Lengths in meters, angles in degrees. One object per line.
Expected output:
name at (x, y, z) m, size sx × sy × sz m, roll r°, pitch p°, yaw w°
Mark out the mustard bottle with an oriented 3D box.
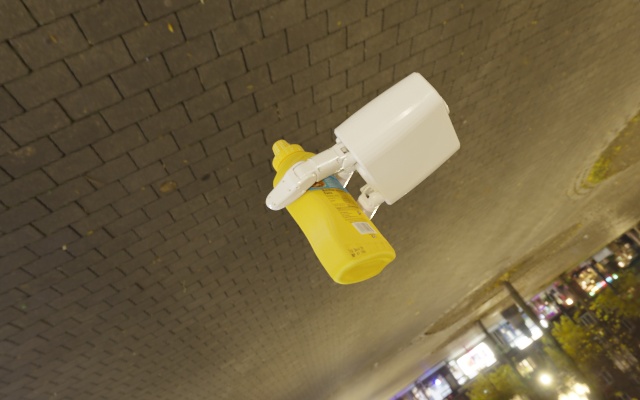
mustard bottle at (0.000, 0.002, 0.540) m, size 0.096 × 0.191 × 0.058 m, roll 1°, pitch -44°, yaw -52°
